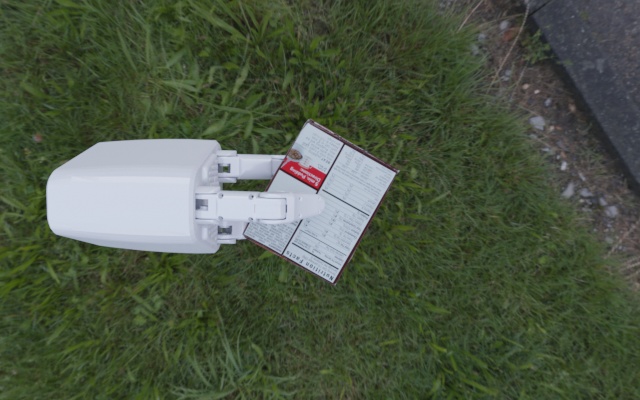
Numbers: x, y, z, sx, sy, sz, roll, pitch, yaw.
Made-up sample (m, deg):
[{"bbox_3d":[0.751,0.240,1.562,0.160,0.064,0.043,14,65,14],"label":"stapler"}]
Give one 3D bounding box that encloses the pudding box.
[{"bbox_3d":[0.000,0.001,0.403,0.090,0.113,0.039,30,5,-3],"label":"pudding box"}]
